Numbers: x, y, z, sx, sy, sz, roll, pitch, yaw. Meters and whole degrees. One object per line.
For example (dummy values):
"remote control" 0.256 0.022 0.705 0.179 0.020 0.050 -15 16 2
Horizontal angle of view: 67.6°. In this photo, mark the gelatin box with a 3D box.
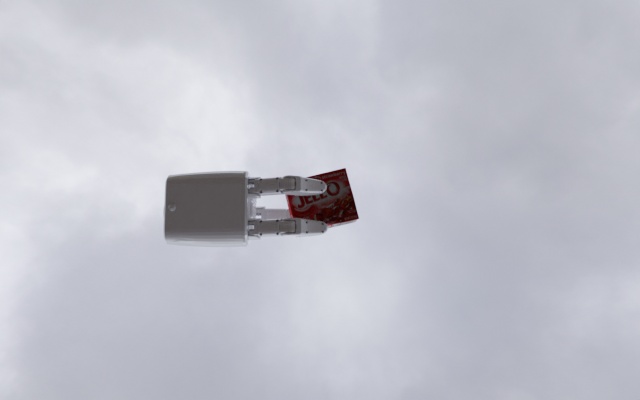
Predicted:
"gelatin box" 0.000 0.002 0.647 0.089 0.073 0.030 -13 -10 -9
